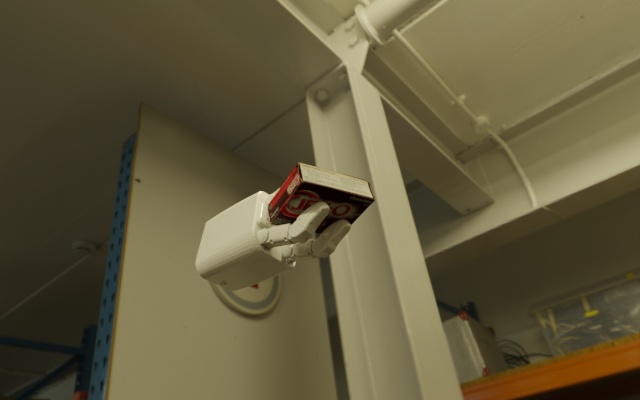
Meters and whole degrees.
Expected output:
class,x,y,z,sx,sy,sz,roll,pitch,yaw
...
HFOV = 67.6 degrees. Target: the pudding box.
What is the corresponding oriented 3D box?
class,x,y,z,sx,sy,sz,roll,pitch,yaw
pudding box,0.000,0.002,0.626,0.113,0.039,0.090,11,-42,-30
